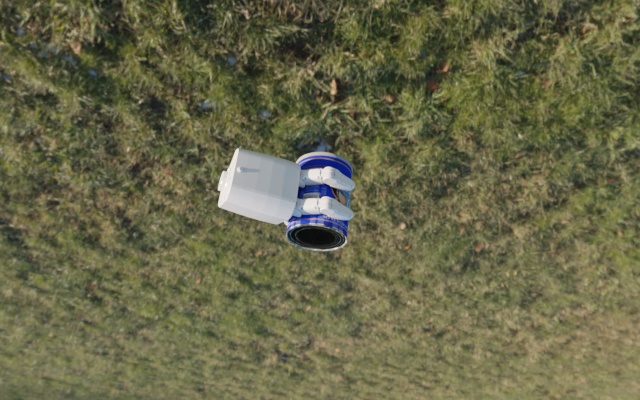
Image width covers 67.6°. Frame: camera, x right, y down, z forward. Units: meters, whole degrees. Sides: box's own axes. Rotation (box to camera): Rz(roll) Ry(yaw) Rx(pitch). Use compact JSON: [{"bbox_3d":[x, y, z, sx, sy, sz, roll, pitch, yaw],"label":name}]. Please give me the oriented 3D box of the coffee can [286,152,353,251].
[{"bbox_3d":[0.000,0.003,0.820,0.103,0.140,0.103,5,-29,3],"label":"coffee can"}]
